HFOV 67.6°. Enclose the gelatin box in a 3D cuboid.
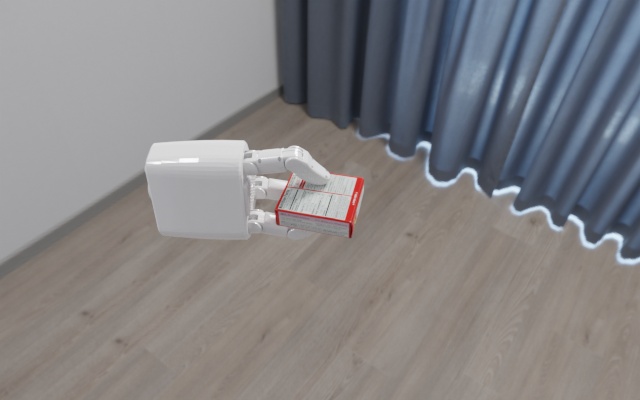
[{"bbox_3d":[0.000,0.002,0.547,0.089,0.030,0.073,8,46,11],"label":"gelatin box"}]
